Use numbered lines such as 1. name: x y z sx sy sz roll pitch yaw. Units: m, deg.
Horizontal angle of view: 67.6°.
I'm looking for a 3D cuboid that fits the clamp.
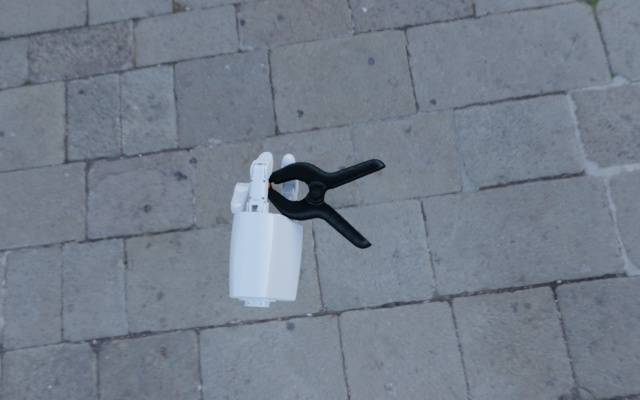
1. clamp: 0.000 0.002 0.639 0.171 0.120 0.039 1 -13 6
